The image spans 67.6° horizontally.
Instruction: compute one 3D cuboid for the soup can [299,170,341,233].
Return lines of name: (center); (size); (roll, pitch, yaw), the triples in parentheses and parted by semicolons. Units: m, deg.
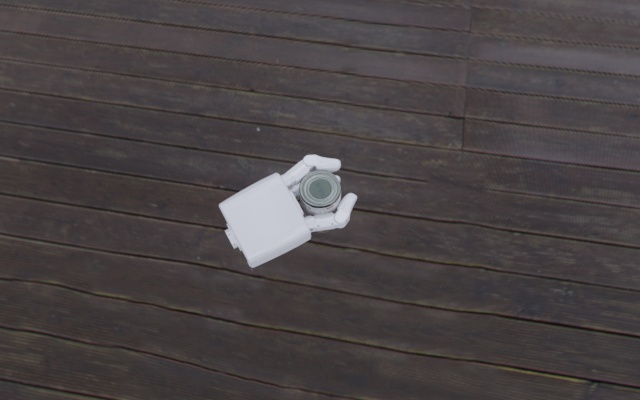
soup can: (0.001, 0.002, 0.787); (0.068, 0.068, 0.102); (0, -26, 1)
